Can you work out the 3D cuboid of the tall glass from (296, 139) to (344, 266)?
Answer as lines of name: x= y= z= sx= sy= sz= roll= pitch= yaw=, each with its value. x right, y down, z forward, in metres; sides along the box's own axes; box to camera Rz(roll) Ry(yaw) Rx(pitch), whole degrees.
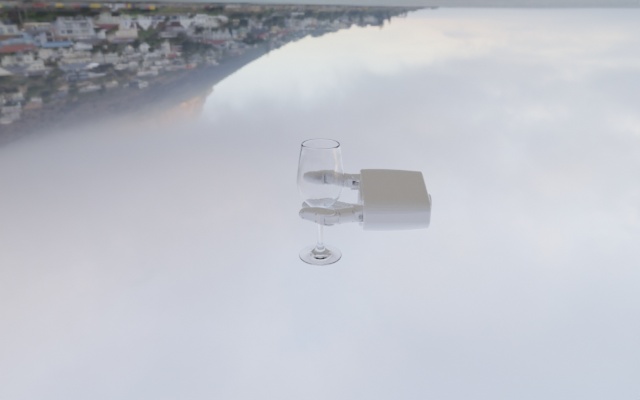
tall glass: x=0.000 y=0.003 z=0.790 sx=0.079 sy=0.201 sz=0.079 roll=0 pitch=22 yaw=0
